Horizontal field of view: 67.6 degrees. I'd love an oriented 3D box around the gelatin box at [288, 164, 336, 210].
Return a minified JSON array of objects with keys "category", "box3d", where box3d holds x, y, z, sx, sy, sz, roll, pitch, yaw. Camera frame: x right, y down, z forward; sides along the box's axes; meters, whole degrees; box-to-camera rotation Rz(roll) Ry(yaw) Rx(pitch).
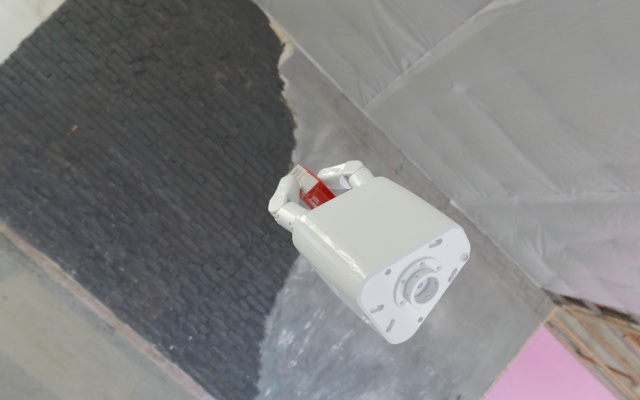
[{"category":"gelatin box","box3d":[0.000,0.001,0.541,0.073,0.030,0.089,47,-2,-24]}]
